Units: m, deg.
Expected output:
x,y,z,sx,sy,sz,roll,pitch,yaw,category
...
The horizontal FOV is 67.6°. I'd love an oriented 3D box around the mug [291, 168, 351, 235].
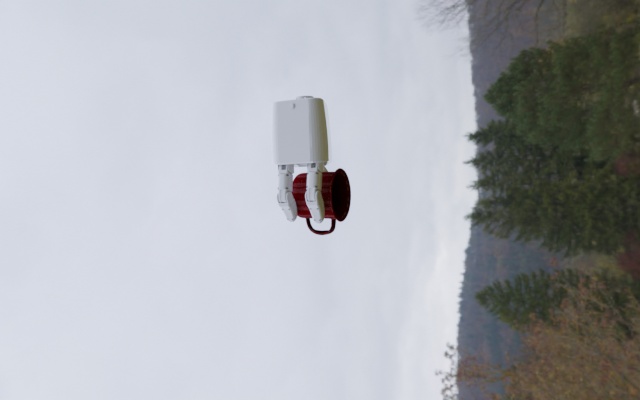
x,y,z,sx,sy,sz,roll,pitch,yaw,category
0.000,0.004,0.843,0.081,0.117,0.093,0,3,25,mug
